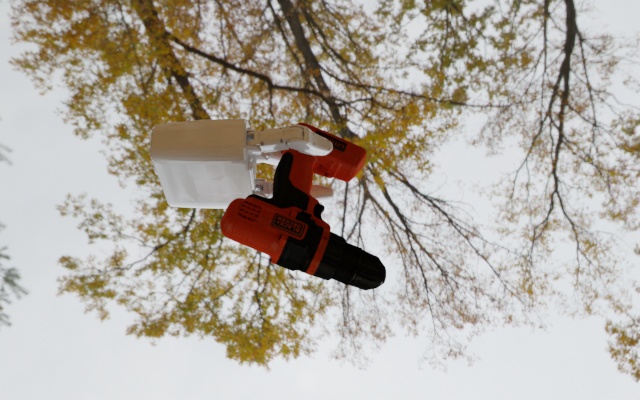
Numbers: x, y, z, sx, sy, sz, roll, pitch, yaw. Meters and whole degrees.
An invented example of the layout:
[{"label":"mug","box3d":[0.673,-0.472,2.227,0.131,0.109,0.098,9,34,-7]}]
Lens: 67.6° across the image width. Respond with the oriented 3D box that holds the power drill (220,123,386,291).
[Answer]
[{"label":"power drill","box3d":[0.000,0.001,0.552,0.184,0.187,0.057,24,-44,-5]}]
